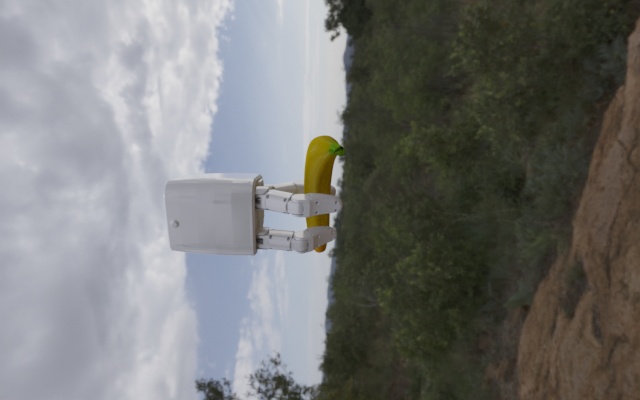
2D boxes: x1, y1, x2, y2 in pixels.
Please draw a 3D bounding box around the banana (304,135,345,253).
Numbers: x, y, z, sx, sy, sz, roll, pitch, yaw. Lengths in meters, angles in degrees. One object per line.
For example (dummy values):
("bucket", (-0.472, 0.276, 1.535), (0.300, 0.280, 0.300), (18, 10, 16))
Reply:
("banana", (-0.002, -0.014, 0.602), (0.037, 0.069, 0.198), (-2, -40, -7))
